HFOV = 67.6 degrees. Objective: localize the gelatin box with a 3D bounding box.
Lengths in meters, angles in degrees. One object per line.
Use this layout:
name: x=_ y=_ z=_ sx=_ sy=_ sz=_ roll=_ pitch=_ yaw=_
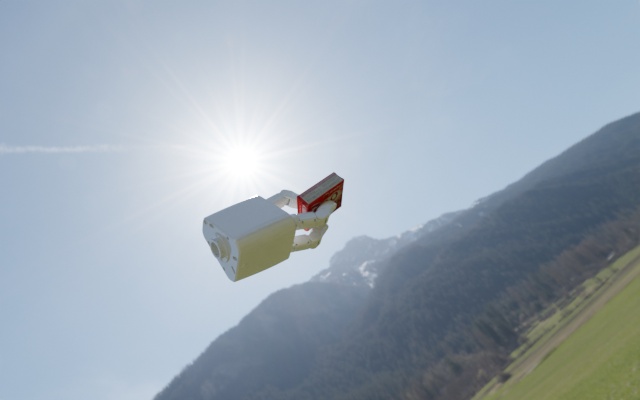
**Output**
gelatin box: x=0.000 y=0.002 z=0.829 sx=0.089 sy=0.073 sz=0.030 roll=-35 pitch=60 yaw=-28
